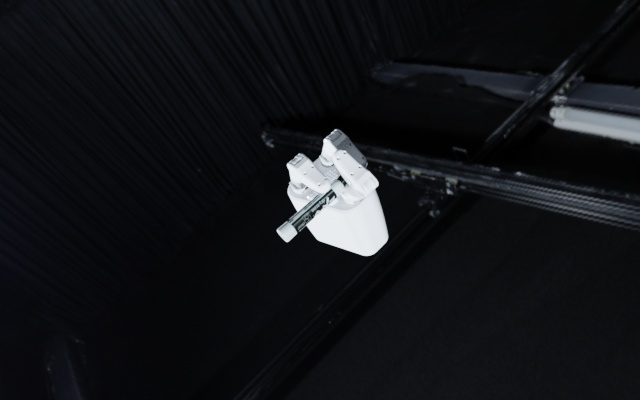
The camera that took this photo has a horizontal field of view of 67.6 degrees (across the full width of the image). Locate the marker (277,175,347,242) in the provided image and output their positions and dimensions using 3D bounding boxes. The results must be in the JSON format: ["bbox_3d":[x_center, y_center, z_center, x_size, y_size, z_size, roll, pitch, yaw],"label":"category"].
[{"bbox_3d":[0.000,0.002,0.556,0.121,0.020,0.020,-42,12,-14],"label":"marker"}]
